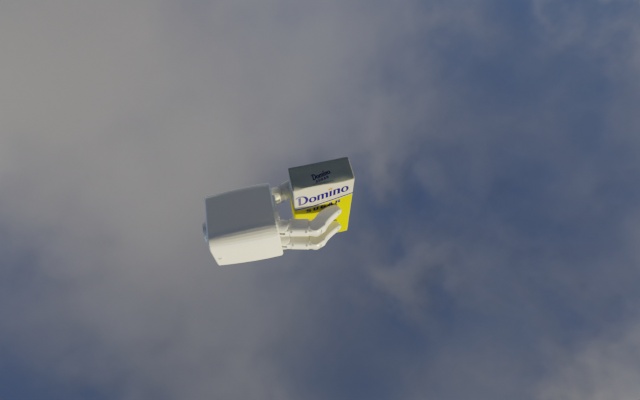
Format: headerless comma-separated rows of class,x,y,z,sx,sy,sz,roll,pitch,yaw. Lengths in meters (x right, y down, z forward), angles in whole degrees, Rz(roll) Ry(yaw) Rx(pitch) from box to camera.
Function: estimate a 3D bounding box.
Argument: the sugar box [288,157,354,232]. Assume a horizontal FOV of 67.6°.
sugar box,0.000,0.003,0.760,0.093,0.048,0.176,-12,-25,-6
